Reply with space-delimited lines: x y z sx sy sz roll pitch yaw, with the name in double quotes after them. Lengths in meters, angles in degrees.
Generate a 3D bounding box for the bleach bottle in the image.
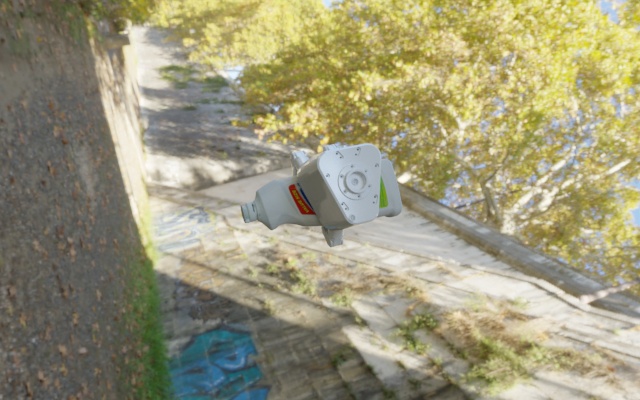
0.000 0.002 0.766 0.251 0.102 0.068 -13 -1 -17 "bleach bottle"
